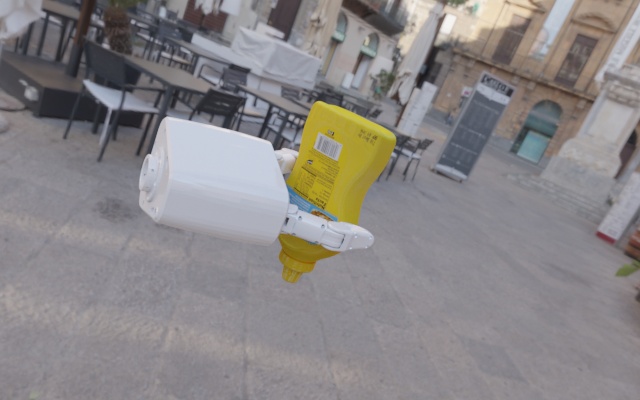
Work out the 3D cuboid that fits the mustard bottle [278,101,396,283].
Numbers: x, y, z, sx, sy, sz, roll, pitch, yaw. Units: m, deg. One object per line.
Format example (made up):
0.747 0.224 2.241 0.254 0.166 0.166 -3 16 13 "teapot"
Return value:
0.000 0.001 0.499 0.096 0.192 0.058 33 18 33 "mustard bottle"
